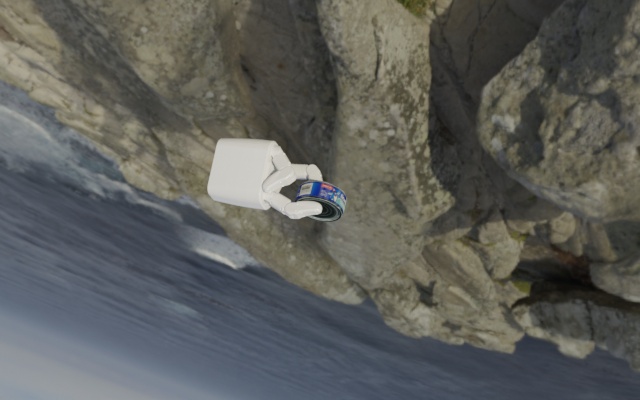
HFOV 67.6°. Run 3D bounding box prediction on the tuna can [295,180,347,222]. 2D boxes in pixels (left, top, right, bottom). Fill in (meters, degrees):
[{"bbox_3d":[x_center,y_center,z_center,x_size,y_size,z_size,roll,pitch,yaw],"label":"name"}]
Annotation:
[{"bbox_3d":[0.000,0.003,0.809,0.086,0.033,0.086,11,-28,6],"label":"tuna can"}]
